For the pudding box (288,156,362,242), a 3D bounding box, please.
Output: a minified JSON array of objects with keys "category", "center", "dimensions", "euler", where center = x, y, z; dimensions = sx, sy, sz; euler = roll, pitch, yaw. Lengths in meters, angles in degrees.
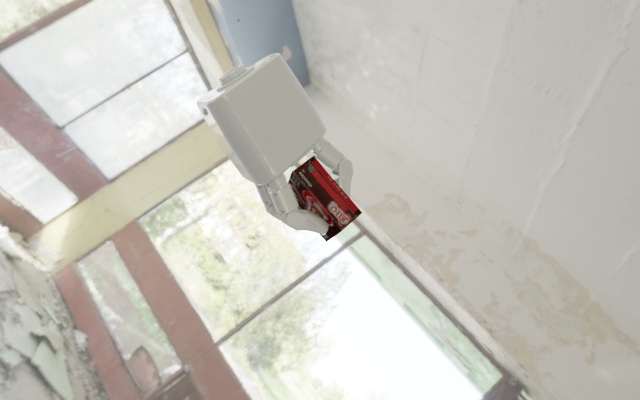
[{"category":"pudding box","center":[0.000,0.002,0.598],"dimensions":[0.039,0.090,0.113],"euler":[-38,-4,-12]}]
